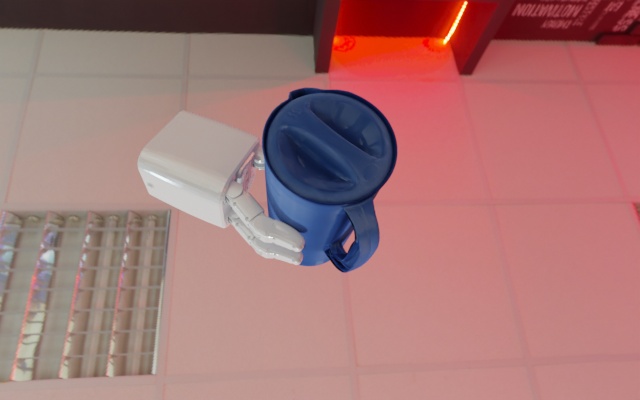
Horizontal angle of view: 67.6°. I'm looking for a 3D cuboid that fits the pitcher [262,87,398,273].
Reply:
[{"bbox_3d":[0.000,0.002,0.560,0.145,0.149,0.243,21,-26,3],"label":"pitcher"}]
